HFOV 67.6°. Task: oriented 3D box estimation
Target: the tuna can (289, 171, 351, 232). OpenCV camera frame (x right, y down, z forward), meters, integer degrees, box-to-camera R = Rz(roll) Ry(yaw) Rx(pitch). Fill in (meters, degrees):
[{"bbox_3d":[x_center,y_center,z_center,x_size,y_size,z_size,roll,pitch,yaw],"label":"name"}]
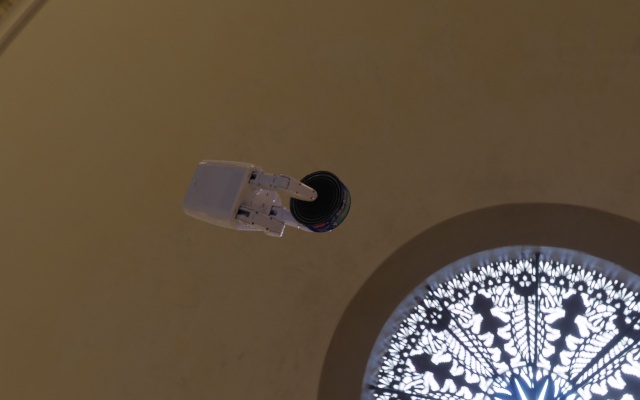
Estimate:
[{"bbox_3d":[0.000,0.003,0.691,0.086,0.086,0.034,0,-24,31],"label":"tuna can"}]
